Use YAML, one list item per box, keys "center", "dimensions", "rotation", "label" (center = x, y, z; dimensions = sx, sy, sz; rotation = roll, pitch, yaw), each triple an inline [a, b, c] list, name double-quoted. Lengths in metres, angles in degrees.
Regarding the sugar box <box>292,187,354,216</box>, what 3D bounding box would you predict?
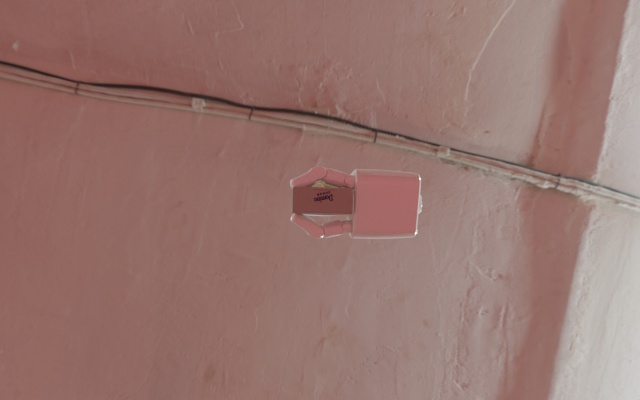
- center: [0.000, 0.002, 0.788]
  dimensions: [0.093, 0.048, 0.176]
  rotation: [1, -4, -3]
  label: "sugar box"
